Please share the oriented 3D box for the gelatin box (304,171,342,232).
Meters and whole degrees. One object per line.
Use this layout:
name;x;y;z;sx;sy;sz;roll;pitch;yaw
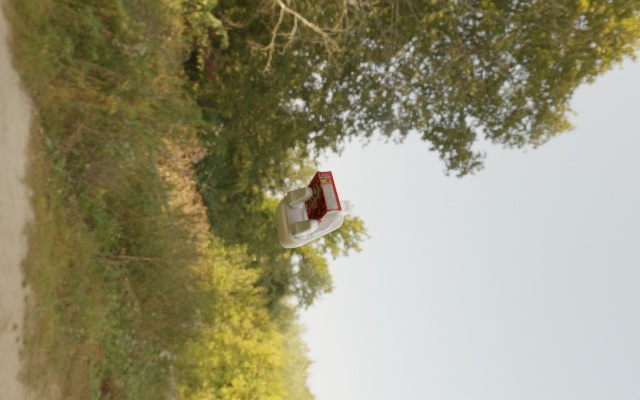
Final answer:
gelatin box;0.001;0.002;0.798;0.030;0.073;0.089;-4;-23;-22
